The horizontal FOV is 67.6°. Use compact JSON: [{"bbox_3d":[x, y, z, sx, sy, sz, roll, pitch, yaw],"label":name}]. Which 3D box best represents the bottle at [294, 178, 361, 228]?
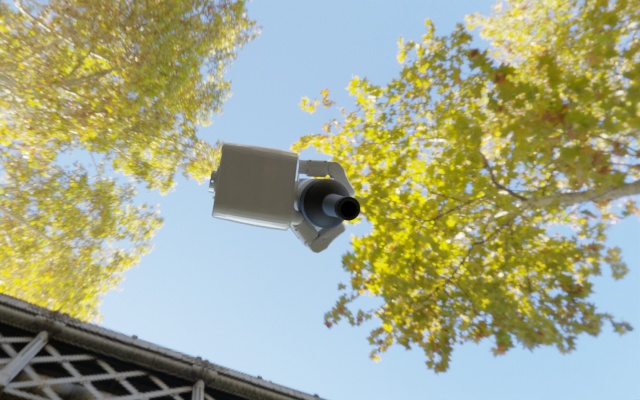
[{"bbox_3d":[0.000,0.002,0.671,0.069,0.069,0.295,0,3,-12],"label":"bottle"}]
